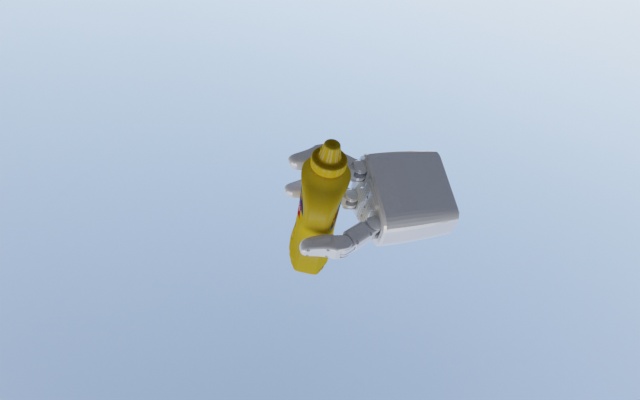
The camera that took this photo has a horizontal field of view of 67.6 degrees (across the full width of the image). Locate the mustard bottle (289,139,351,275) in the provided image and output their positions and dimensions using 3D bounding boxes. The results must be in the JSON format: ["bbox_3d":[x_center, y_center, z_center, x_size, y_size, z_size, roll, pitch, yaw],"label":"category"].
[{"bbox_3d":[0.000,0.002,0.584,0.058,0.096,0.192,13,-42,0],"label":"mustard bottle"}]
